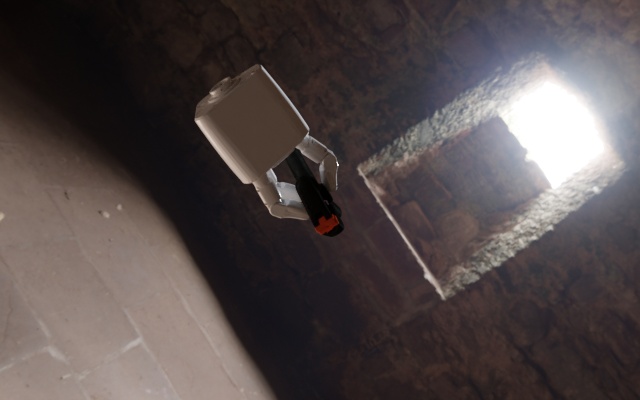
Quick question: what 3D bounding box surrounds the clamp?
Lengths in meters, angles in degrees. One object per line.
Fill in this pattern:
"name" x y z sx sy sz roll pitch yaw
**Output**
"clamp" 0.001 0.002 0.683 0.036 0.165 0.210 -34 28 5
